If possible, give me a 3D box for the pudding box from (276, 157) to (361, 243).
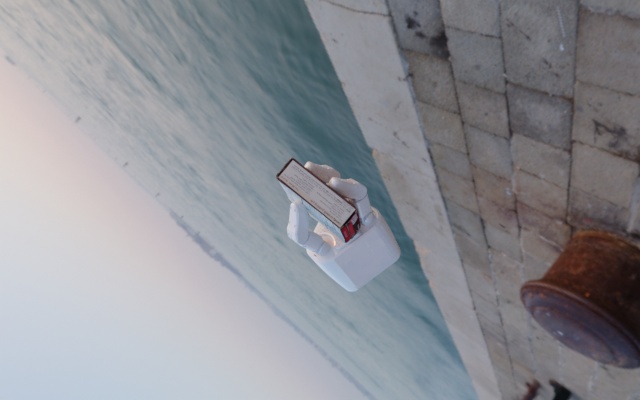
[{"bbox_3d":[0.000,0.002,0.631,0.113,0.039,0.090,37,-9,15],"label":"pudding box"}]
